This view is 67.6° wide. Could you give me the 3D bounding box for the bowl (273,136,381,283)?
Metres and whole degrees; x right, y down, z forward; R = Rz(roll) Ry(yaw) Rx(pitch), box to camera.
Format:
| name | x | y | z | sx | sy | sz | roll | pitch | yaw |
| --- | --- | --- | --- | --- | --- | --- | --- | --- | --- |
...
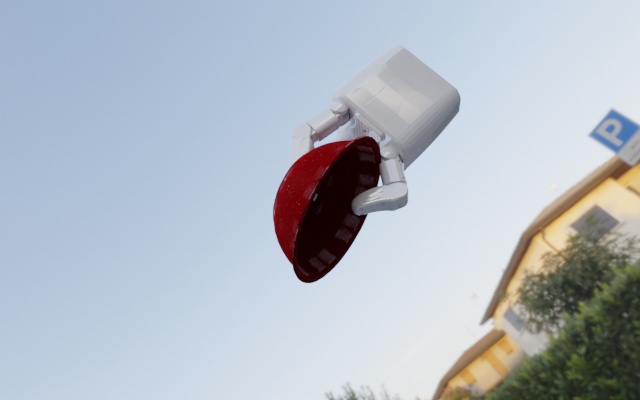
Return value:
| name | x | y | z | sx | sy | sz | roll | pitch | yaw |
| --- | --- | --- | --- | --- | --- | --- | --- | --- | --- |
| bowl | -0.001 | 0.002 | 0.493 | 0.055 | 0.162 | 0.162 | 25 | 11 | 24 |
